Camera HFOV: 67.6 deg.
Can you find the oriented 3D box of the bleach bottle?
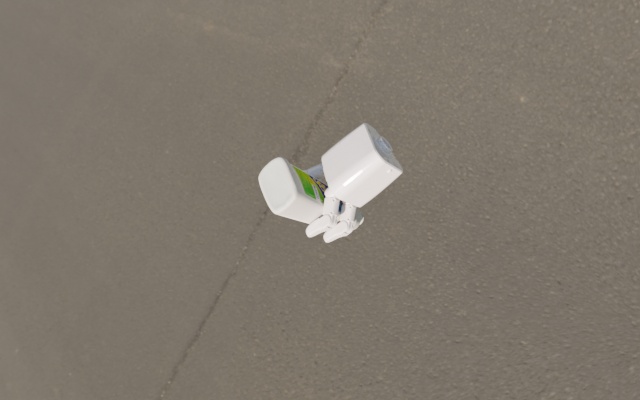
[{"bbox_3d":[0.000,0.003,0.897,0.068,0.102,0.251,-39,-33,23],"label":"bleach bottle"}]
